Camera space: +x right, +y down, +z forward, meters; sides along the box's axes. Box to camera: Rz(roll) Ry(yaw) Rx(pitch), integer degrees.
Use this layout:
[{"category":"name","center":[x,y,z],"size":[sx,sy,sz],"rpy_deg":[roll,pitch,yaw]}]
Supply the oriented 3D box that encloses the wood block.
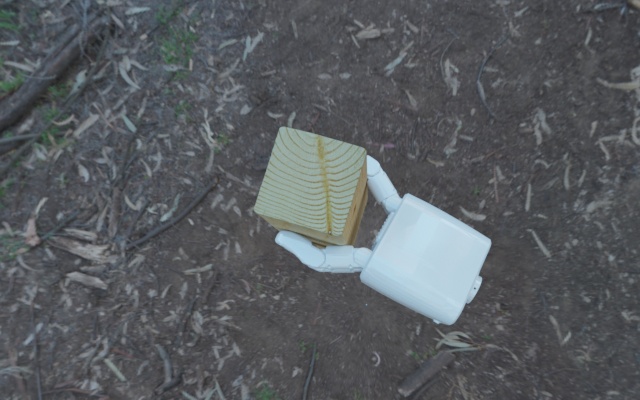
[{"category":"wood block","center":[0.001,0.002,0.549],"size":[0.090,0.091,0.206],"rpy_deg":[16,-10,9]}]
